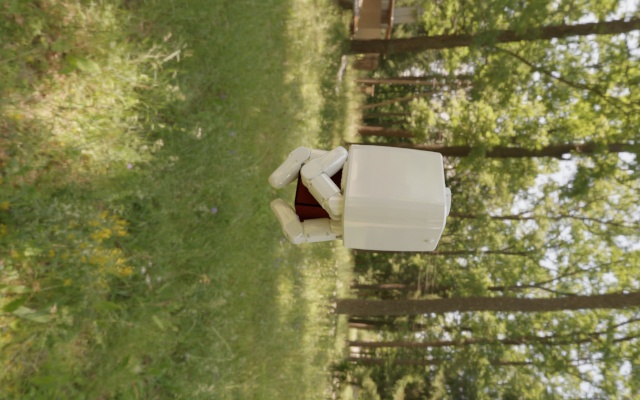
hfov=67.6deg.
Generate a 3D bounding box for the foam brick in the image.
[{"bbox_3d":[0.000,0.002,0.573,0.051,0.053,0.078,4,-26,5],"label":"foam brick"}]
